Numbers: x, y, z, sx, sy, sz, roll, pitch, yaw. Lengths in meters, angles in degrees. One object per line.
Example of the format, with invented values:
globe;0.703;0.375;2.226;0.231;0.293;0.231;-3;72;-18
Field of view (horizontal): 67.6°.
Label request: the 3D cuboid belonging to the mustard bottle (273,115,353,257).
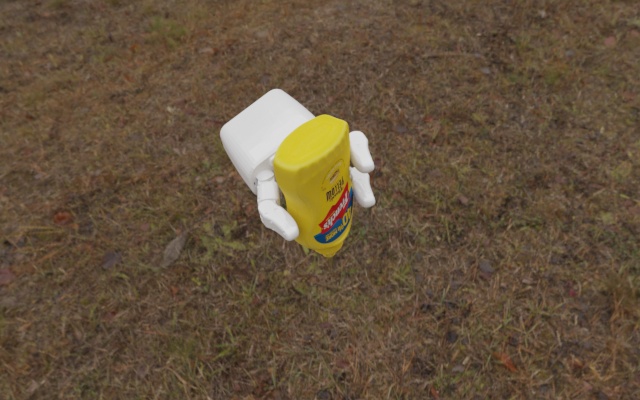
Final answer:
mustard bottle;0.000;0.002;0.562;0.058;0.192;0.096;24;54;28
